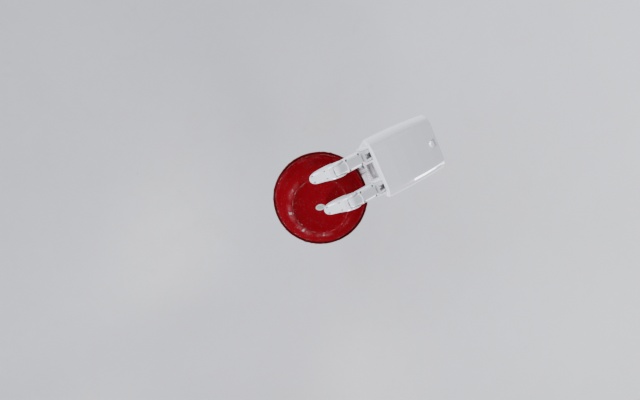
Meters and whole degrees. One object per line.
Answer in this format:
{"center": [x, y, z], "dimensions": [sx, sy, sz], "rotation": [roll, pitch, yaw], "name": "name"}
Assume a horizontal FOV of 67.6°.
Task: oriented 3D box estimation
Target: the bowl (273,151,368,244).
{"center": [-0.001, 0.004, 0.789], "dimensions": [0.162, 0.162, 0.055], "rotation": [0, 13, -1], "name": "bowl"}
